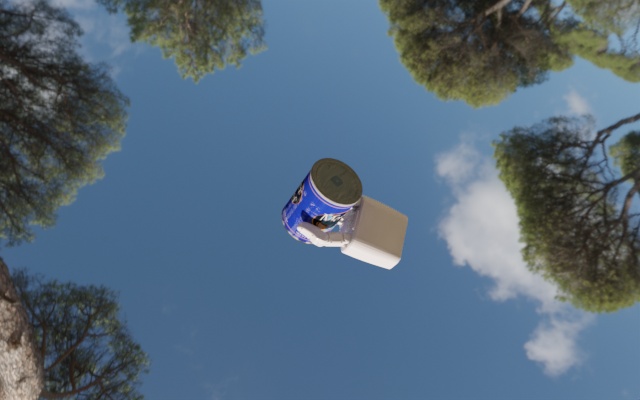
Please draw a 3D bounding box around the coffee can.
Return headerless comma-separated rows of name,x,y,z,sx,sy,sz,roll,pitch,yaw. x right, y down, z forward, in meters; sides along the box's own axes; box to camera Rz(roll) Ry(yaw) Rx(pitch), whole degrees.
coffee can,0.000,0.003,0.894,0.103,0.102,0.140,0,-33,-31
